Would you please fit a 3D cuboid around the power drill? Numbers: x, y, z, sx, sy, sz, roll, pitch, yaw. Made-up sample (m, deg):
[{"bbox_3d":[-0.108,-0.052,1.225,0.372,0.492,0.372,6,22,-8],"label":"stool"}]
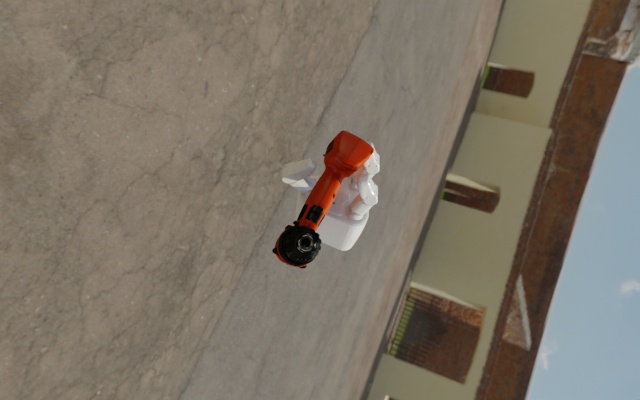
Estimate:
[{"bbox_3d":[0.000,0.002,0.635,0.057,0.187,0.184,32,-12,-6],"label":"power drill"}]
